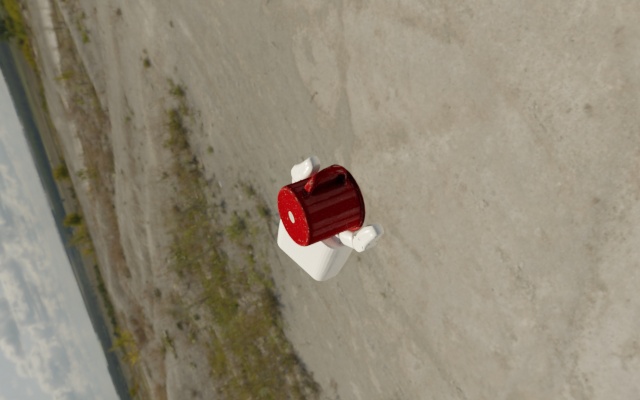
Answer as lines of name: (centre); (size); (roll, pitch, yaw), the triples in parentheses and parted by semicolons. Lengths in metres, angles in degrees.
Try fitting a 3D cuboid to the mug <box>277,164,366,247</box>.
mug: (0.000, 0.001, 0.602); (0.081, 0.093, 0.117); (-20, -29, -27)
